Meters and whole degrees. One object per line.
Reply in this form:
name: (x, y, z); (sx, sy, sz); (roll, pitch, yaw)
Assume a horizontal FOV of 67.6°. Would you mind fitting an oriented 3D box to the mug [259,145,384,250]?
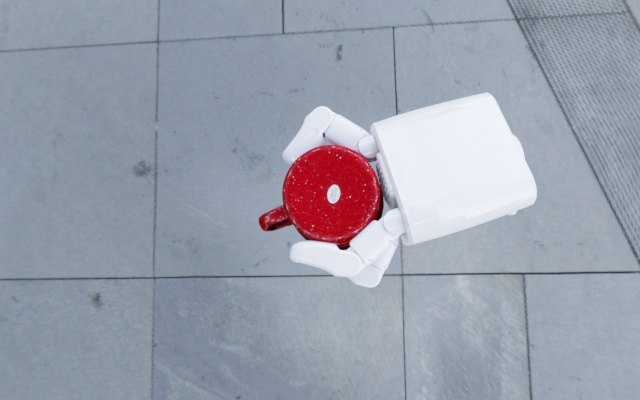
mug: (-0.001, 0.002, 0.427); (0.117, 0.093, 0.081); (-17, -8, 3)
